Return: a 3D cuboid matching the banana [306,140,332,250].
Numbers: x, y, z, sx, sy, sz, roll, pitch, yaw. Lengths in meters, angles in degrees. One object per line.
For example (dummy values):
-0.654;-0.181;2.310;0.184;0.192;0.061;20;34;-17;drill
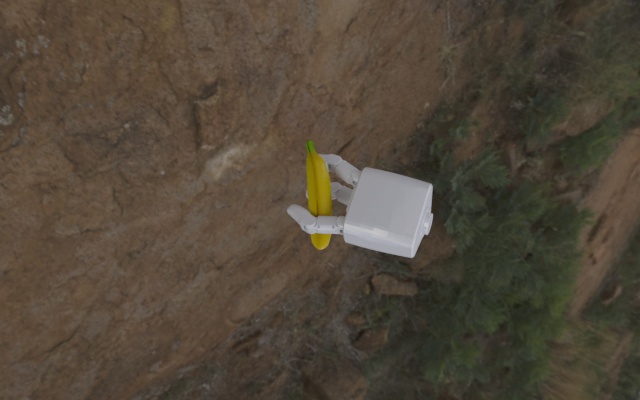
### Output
0.000;0.008;0.753;0.037;0.198;0.069;-2;29;1;banana
